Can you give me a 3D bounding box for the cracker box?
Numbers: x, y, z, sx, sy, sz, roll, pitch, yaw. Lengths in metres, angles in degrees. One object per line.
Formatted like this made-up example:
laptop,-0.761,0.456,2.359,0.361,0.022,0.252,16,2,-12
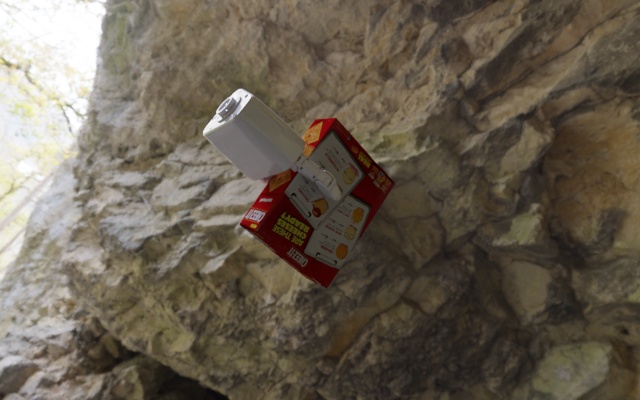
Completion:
cracker box,0.000,0.002,0.760,0.164,0.213,0.072,43,-17,-29
